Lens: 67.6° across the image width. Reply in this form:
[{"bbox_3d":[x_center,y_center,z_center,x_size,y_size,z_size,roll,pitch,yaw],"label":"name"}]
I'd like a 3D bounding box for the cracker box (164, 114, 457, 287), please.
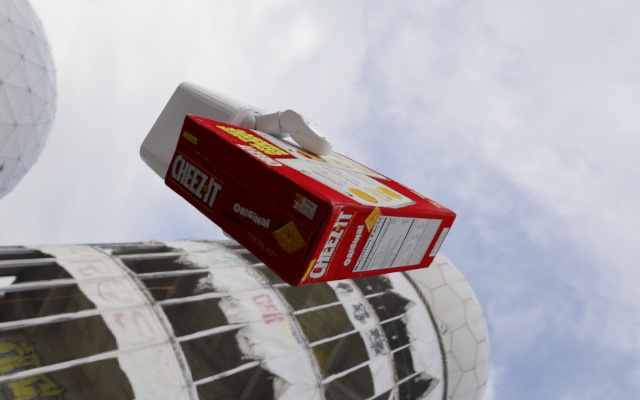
[{"bbox_3d":[0.000,0.001,0.426,0.164,0.072,0.214,31,15,33],"label":"cracker box"}]
